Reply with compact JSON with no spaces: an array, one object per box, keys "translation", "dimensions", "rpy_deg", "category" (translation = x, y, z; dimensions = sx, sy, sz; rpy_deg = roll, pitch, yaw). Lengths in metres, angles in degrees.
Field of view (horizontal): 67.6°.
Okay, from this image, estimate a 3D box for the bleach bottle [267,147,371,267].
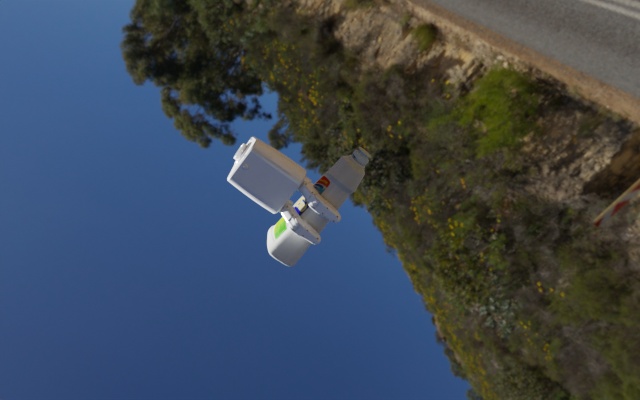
[{"translation":[0.000,0.003,0.873],"dimensions":[0.068,0.251,0.102],"rpy_deg":[34,20,-18],"category":"bleach bottle"}]
